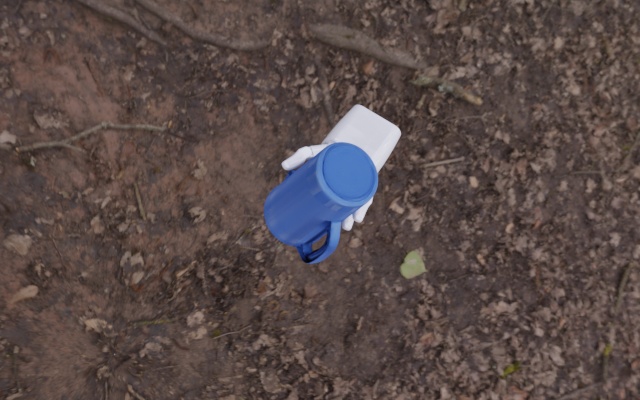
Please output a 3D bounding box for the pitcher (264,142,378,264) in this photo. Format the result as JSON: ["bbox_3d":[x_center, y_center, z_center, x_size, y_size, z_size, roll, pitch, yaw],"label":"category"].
[{"bbox_3d":[0.000,0.003,0.830,0.149,0.145,0.243,41,-28,-6],"label":"pitcher"}]
